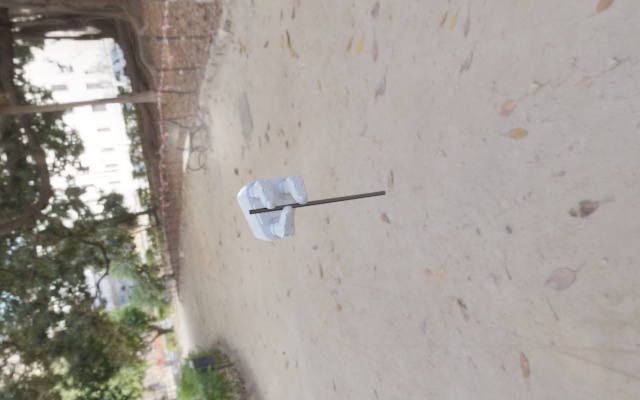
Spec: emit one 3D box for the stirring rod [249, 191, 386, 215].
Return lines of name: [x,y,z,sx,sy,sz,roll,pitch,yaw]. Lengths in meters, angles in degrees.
stirring rod: [0.000,0.003,0.794,0.239,0.011,0.011,-8,3,-20]
